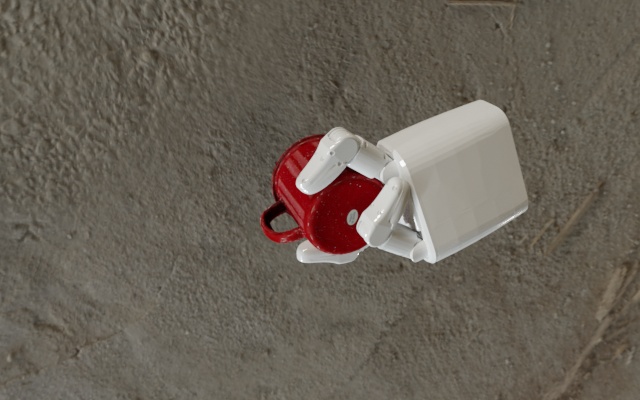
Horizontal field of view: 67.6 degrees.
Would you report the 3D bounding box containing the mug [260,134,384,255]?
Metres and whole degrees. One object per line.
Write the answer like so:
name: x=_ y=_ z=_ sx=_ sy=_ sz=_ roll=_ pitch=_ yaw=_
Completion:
mug: x=-0.001 y=0.002 z=0.438 sx=0.117 sy=0.093 sz=0.081 roll=-26 pitch=35 yaw=-9
